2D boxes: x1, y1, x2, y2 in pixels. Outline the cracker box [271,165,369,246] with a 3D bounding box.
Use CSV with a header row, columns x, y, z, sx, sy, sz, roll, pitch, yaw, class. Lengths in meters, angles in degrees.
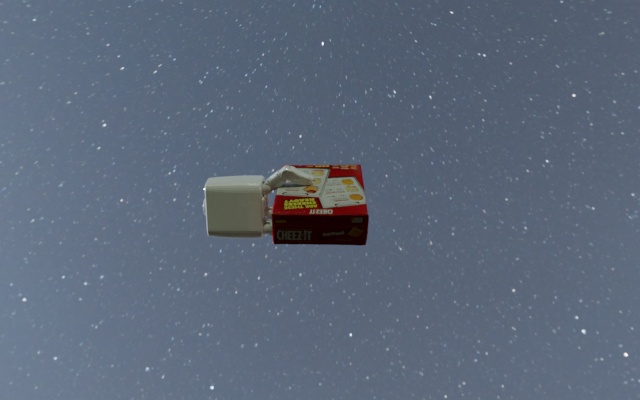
x,y,z,sx,sy,sz,roll,pitch,yaw,class
0.000,0.003,0.897,0.164,0.072,0.213,0,28,1,cracker box
